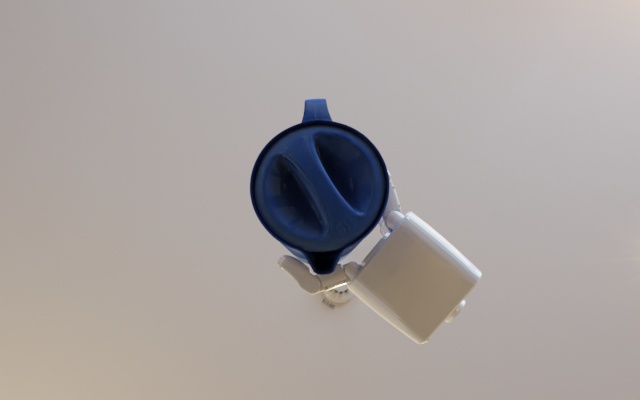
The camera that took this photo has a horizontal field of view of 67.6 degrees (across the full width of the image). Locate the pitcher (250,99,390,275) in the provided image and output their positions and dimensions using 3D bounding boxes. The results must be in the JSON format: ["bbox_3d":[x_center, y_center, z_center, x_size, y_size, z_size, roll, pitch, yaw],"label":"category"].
[{"bbox_3d":[0.000,0.002,0.567,0.145,0.149,0.243,40,-10,9],"label":"pitcher"}]
